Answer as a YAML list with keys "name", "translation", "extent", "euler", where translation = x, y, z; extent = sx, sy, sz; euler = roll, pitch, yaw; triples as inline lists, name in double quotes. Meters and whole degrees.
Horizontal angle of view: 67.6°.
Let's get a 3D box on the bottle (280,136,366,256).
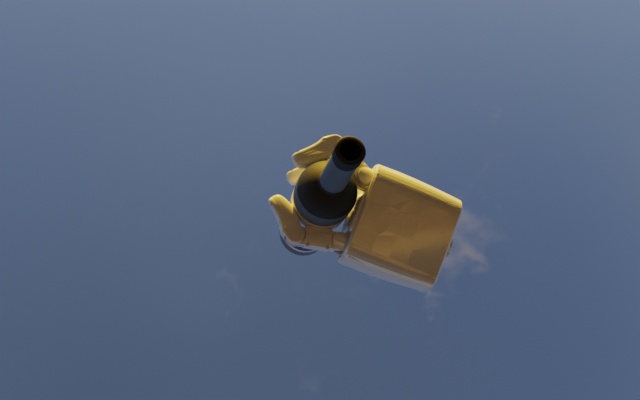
- name: "bottle"
  translation: [0.000, 0.002, 0.542]
  extent: [0.069, 0.069, 0.296]
  euler: [0, -17, -10]
